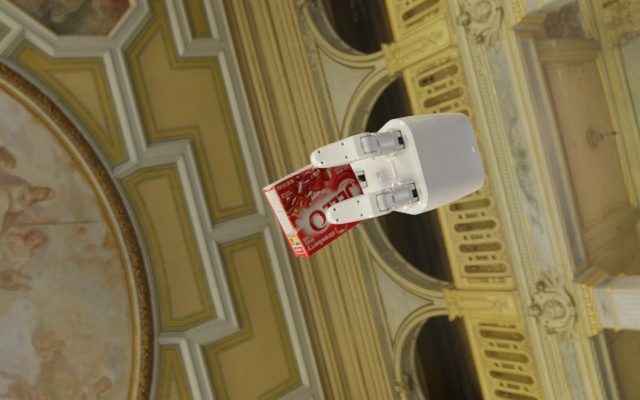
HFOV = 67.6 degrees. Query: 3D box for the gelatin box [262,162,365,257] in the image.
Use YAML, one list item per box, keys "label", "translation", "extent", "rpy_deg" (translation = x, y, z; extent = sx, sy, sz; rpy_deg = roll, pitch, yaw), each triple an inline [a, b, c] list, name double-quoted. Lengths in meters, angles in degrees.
- label: "gelatin box"
  translation: [0.000, 0.002, 0.459]
  extent: [0.089, 0.073, 0.030]
  rpy_deg: [-30, 9, -29]
